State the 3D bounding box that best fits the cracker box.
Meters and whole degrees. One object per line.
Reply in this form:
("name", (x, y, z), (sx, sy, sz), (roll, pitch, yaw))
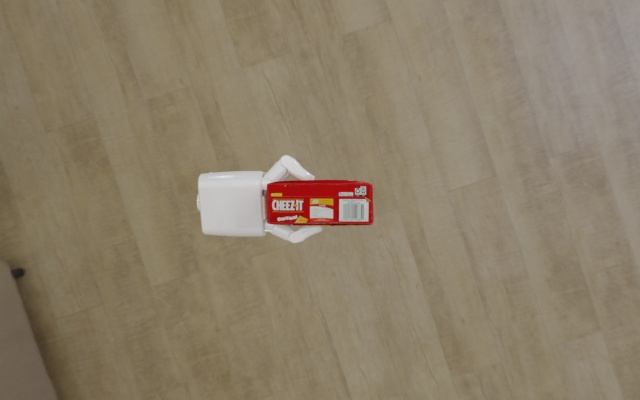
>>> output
("cracker box", (0.000, 0.003, 0.824), (0.164, 0.072, 0.213), (0, 1, 1))
